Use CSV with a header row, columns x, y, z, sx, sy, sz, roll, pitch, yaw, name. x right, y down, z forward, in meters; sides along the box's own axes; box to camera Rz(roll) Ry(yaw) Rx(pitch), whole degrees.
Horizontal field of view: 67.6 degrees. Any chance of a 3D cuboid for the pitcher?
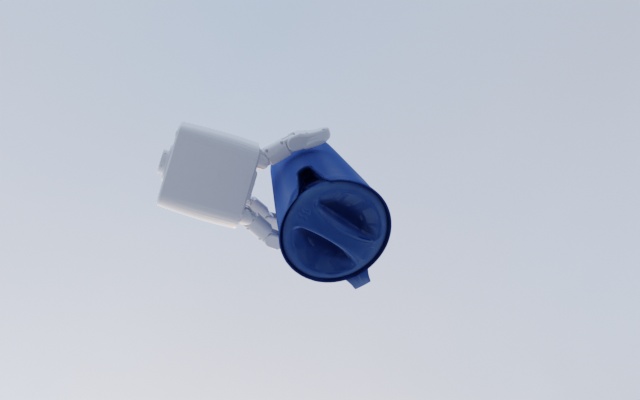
x,y,z,sx,sy,sz,roll,pitch,yaw,name
0.000,0.002,0.653,0.145,0.149,0.242,14,20,-17,pitcher
